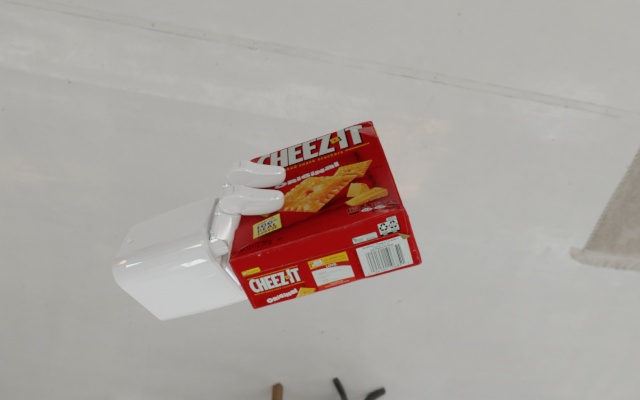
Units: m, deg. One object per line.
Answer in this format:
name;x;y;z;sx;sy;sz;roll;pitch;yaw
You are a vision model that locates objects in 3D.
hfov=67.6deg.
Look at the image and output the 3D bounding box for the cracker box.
cracker box;0.000;0.002;0.510;0.164;0.072;0.213;-17;30;7
